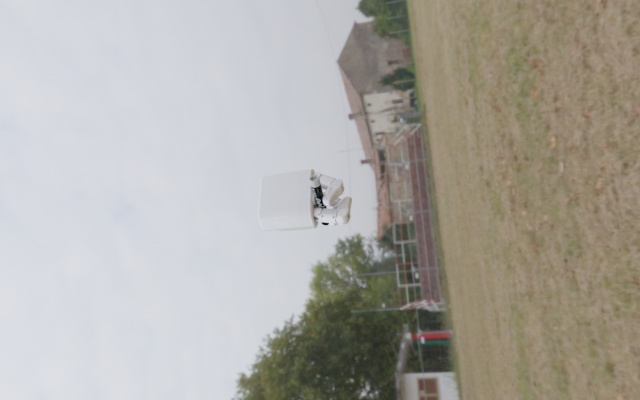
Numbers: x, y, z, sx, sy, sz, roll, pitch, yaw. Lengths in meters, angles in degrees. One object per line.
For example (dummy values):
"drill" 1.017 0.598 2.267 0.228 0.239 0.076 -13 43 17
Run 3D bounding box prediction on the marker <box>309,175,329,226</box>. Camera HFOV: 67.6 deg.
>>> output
"marker" 0.000 0.003 0.896 0.020 0.121 0.020 -8 43 8
